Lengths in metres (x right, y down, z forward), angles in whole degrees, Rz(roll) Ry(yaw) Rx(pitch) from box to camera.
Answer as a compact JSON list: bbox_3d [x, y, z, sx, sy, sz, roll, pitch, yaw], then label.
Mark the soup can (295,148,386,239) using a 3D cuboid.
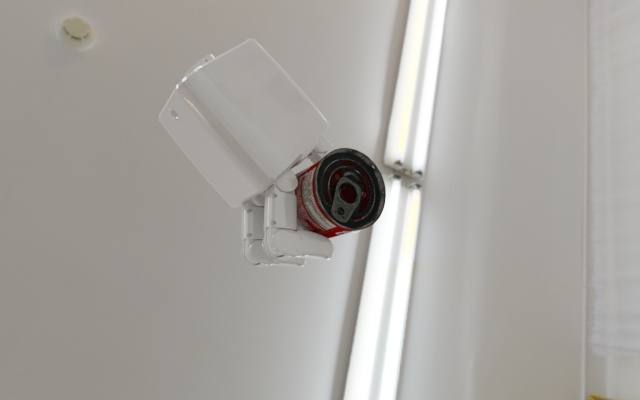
[{"bbox_3d":[0.000,0.002,0.423,0.068,0.068,0.102,0,-13,-31],"label":"soup can"}]
